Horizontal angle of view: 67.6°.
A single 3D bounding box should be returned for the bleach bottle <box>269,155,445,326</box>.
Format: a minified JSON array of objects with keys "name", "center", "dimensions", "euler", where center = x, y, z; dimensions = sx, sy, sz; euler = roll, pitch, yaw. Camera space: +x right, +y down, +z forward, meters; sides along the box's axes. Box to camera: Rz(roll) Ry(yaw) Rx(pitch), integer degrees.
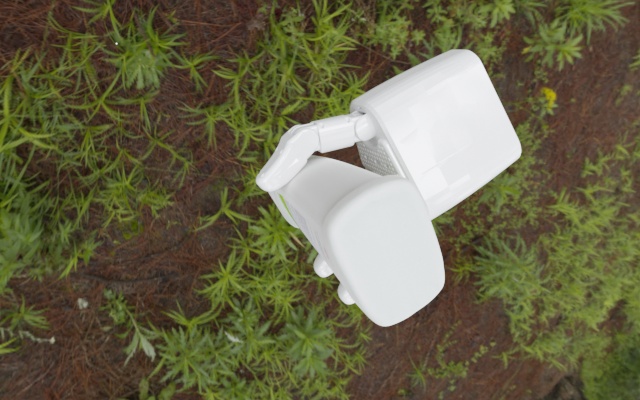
[{"name":"bleach bottle","center":[0.000,0.001,0.407],"dimensions":[0.068,0.103,0.250],"euler":[-31,26,-11]}]
